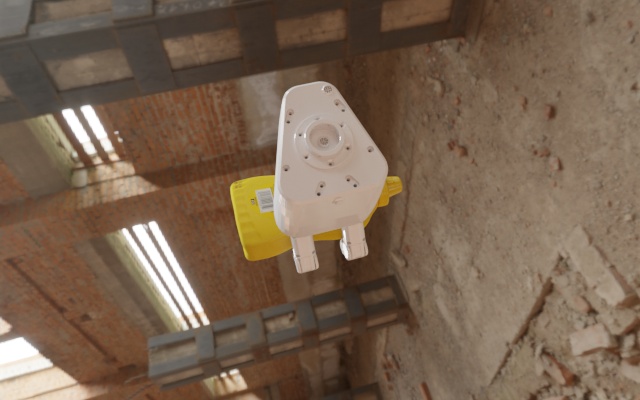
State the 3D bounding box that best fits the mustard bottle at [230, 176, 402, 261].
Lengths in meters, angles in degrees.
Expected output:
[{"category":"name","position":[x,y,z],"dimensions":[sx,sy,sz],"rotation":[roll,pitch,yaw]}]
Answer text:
[{"category":"mustard bottle","position":[0.000,0.002,0.541],"dimensions":[0.191,0.096,0.058],"rotation":[-13,-40,-8]}]
